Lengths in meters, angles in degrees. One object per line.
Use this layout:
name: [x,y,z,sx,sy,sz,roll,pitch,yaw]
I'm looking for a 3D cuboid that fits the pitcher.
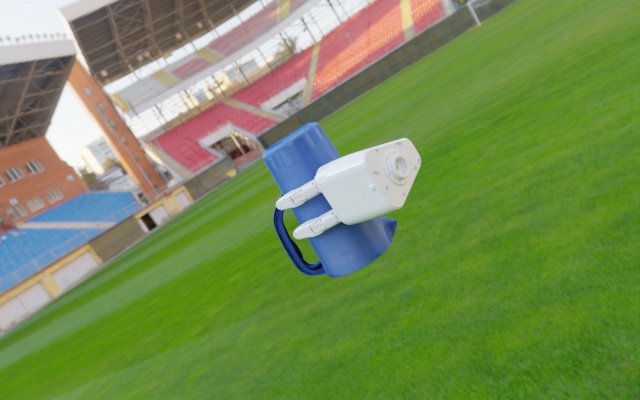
pitcher: [0.000,0.003,0.801,0.149,0.243,0.145,-39,13,-36]
